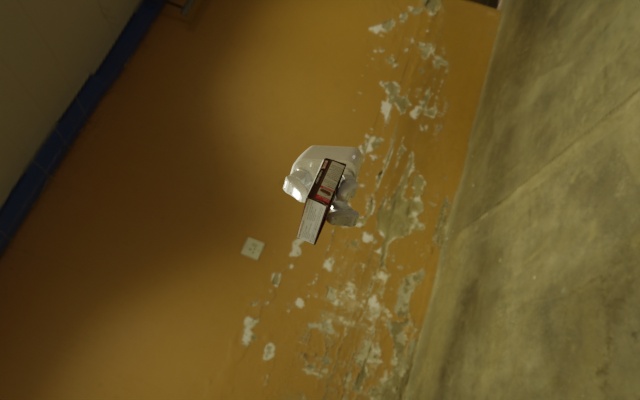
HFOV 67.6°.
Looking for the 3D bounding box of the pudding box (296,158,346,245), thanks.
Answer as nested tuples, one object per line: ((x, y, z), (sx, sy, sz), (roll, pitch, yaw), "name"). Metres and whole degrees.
((0.000, 0.002, 0.746), (0.039, 0.090, 0.114), (20, -37, 4), "pudding box")
